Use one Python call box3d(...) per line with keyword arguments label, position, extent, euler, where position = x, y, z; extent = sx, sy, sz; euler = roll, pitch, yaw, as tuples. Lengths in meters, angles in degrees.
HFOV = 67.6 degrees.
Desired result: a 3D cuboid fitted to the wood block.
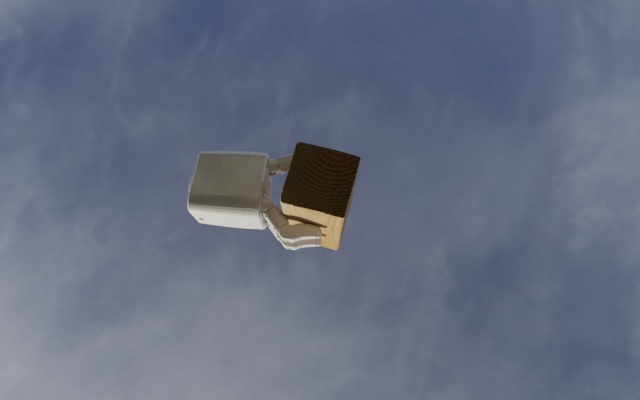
box3d(label="wood block", position=(0.000, 0.002, 0.721), extent=(0.090, 0.090, 0.206), euler=(14, -16, 4))
